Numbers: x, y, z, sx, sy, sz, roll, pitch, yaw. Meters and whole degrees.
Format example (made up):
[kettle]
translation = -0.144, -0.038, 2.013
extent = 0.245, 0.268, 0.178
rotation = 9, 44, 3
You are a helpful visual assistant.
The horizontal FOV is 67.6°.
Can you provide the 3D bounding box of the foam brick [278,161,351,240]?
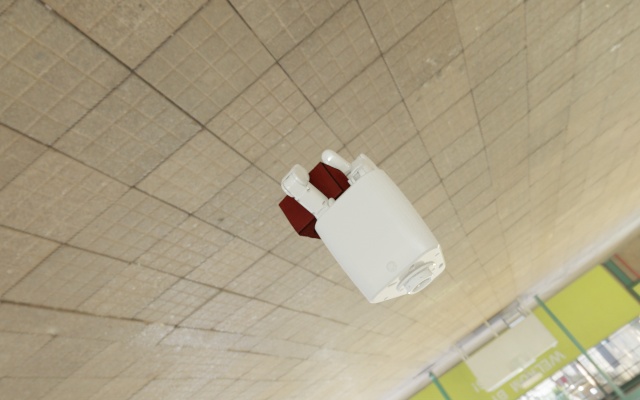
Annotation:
[foam brick]
translation = 0.000, 0.002, 0.569
extent = 0.078, 0.051, 0.053
rotation = -45, -28, 17
